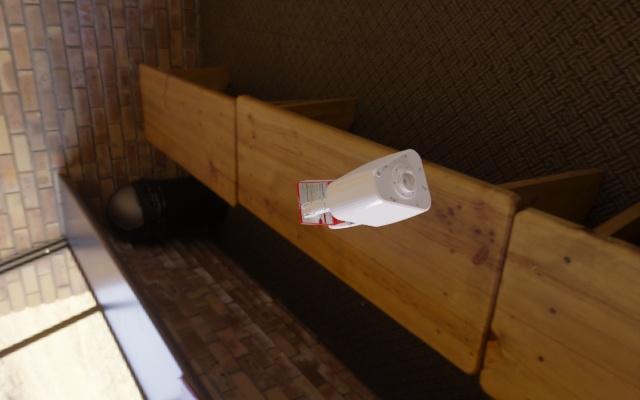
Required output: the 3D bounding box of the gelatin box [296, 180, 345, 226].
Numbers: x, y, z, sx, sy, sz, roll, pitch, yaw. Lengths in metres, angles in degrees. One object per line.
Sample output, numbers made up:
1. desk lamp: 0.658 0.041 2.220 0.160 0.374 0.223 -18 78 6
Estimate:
1. gelatin box: 0.000 0.003 0.800 0.030 0.073 0.089 -12 8 -41
